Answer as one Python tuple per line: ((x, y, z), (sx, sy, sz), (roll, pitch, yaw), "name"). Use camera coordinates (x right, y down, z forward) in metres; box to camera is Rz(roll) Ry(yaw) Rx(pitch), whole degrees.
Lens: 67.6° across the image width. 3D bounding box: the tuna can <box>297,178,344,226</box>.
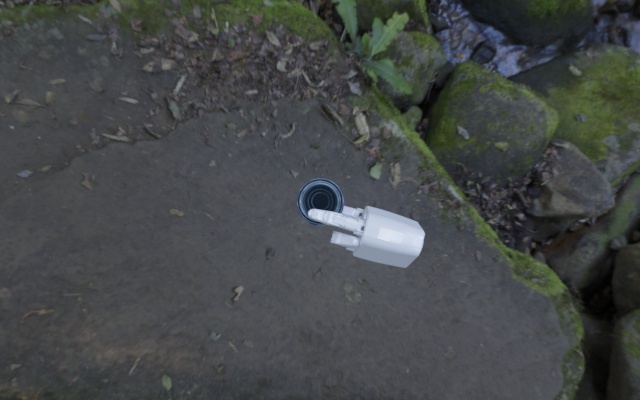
((0.000, 0.003, 0.859), (0.086, 0.086, 0.034), (0, -5, 2), "tuna can")
